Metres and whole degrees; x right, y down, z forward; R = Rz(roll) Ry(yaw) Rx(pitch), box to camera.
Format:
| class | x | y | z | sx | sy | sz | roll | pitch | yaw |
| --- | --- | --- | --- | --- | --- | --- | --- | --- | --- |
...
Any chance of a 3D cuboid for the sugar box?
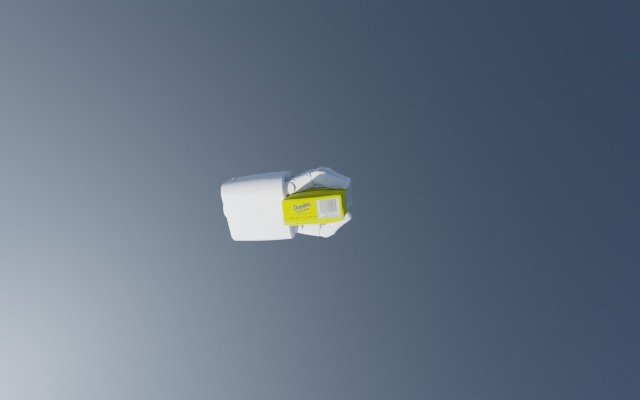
| class | x | y | z | sx | sy | sz | roll | pitch | yaw |
| --- | --- | --- | --- | --- | --- | --- | --- | --- | --- |
| sugar box | 0.000 | 0.002 | 0.788 | 0.093 | 0.048 | 0.176 | -4 | 9 | 8 |
